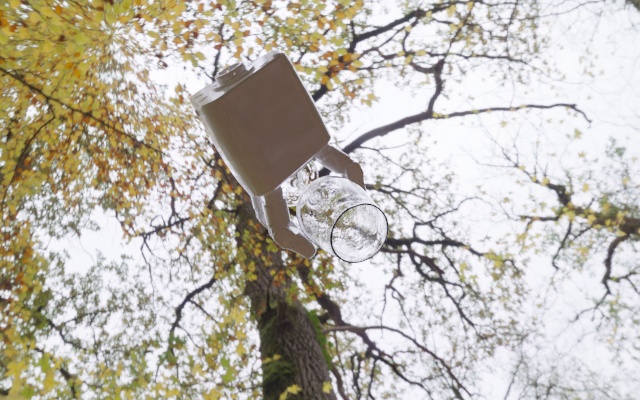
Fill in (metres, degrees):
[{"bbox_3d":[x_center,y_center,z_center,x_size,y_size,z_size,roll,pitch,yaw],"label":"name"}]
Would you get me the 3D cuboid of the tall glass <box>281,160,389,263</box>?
[{"bbox_3d":[0.000,0.002,0.538,0.079,0.079,0.201,0,18,-24],"label":"tall glass"}]
